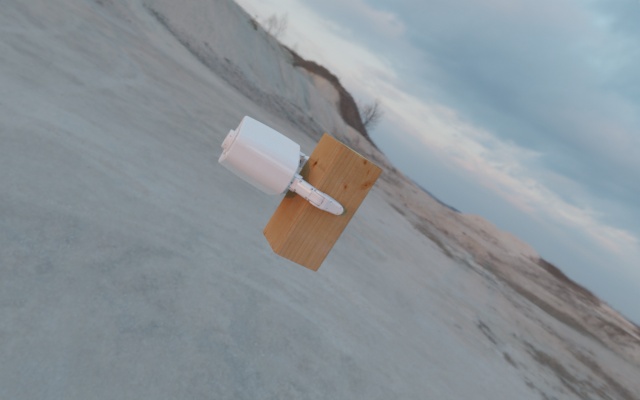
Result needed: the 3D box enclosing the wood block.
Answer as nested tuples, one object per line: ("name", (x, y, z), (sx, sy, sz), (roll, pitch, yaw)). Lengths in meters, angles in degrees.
("wood block", (0.000, 0.002, 0.811), (0.090, 0.206, 0.090), (29, 9, -28))
